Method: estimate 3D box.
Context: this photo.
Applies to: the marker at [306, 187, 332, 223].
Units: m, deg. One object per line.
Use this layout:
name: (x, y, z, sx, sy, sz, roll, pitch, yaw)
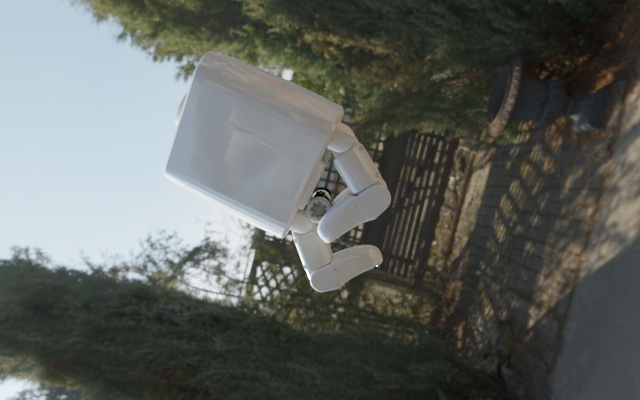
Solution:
marker: (0.000, 0.001, 0.414, 0.020, 0.020, 0.121, 0, 6, 1)
